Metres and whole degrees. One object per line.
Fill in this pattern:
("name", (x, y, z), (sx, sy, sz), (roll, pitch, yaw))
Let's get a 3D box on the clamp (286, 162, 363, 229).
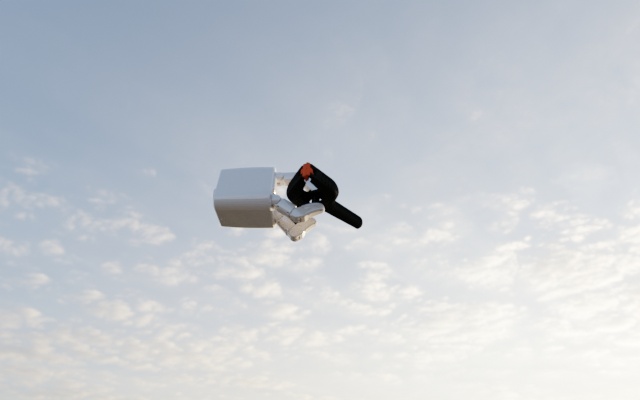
("clamp", (0.000, 0.002, 0.888), (0.164, 0.036, 0.210), (-1, -33, 1))
